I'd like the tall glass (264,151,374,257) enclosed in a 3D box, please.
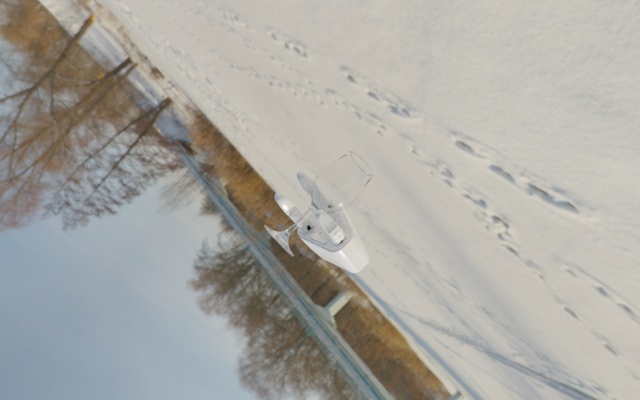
[{"bbox_3d":[0.000,0.003,0.832,0.201,0.079,0.079,-43,4,-4],"label":"tall glass"}]
